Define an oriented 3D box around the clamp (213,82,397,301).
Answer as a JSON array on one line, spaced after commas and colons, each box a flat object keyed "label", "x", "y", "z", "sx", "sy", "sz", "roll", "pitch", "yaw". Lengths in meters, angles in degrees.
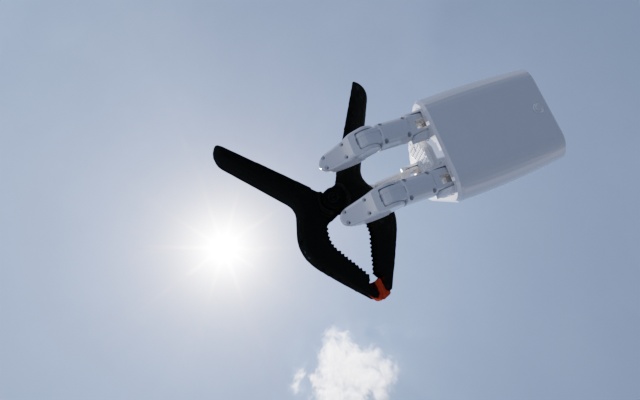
[{"label": "clamp", "x": 0.000, "y": 0.002, "z": 0.453, "sx": 0.164, "sy": 0.210, "sz": 0.036, "roll": -20, "pitch": -14, "yaw": -4}]
